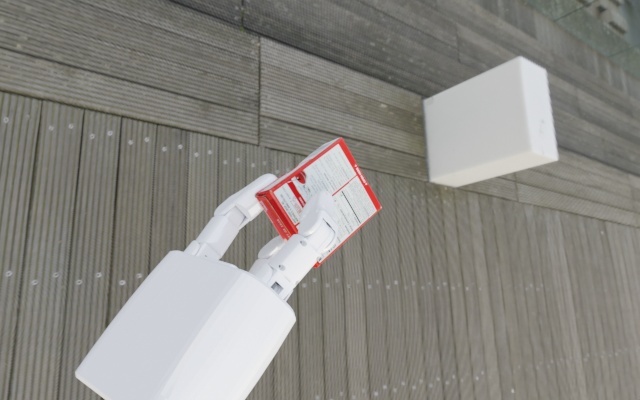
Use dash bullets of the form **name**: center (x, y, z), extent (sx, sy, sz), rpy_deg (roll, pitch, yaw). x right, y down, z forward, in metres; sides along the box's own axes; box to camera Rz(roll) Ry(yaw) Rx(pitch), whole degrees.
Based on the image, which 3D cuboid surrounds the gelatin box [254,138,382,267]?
- **gelatin box**: center (0.001, 0.001, 0.400), extent (0.089, 0.073, 0.030), rpy_deg (-39, 15, -30)
